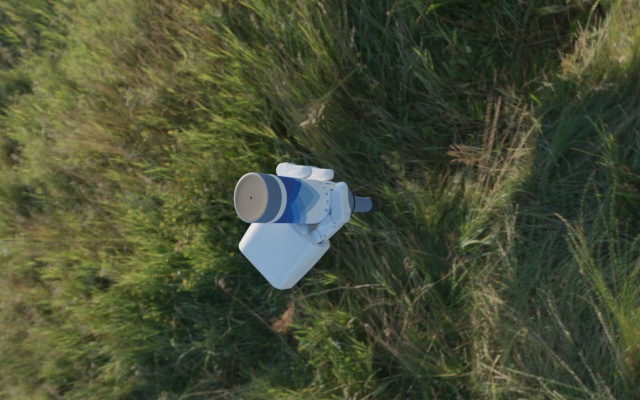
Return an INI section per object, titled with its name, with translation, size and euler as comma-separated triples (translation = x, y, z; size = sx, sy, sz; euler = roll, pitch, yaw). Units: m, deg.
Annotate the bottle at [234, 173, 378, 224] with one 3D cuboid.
[bottle]
translation = 0.000, 0.002, 0.738
size = 0.069, 0.069, 0.296
euler = 0, -2, 38
